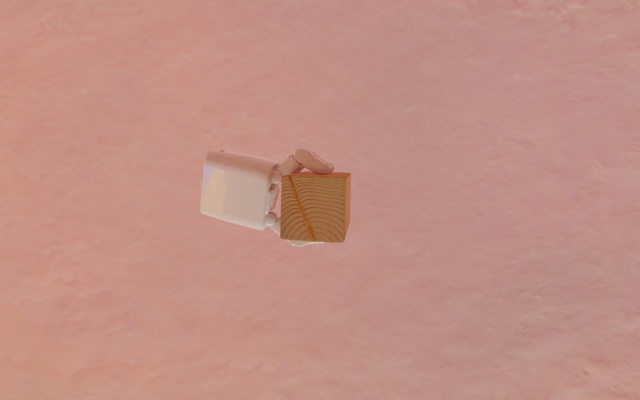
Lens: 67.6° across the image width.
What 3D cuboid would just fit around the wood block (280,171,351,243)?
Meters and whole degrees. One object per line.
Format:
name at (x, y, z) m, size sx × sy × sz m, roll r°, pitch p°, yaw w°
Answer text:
wood block at (0.000, 0.003, 0.745) m, size 0.090 × 0.091 × 0.206 m, roll 2°, pitch 6°, yaw 6°
